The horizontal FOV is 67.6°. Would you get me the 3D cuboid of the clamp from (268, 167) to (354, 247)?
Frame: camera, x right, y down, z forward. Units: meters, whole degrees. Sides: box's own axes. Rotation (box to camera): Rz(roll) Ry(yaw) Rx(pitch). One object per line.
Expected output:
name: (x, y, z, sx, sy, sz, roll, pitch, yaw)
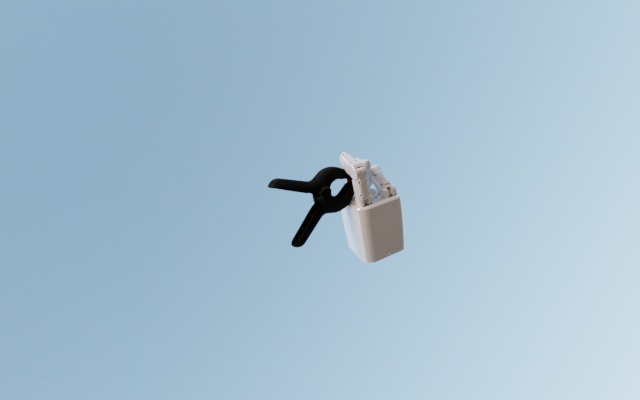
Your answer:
clamp: (0.000, 0.002, 0.807, 0.171, 0.120, 0.039, -18, 19, -26)
